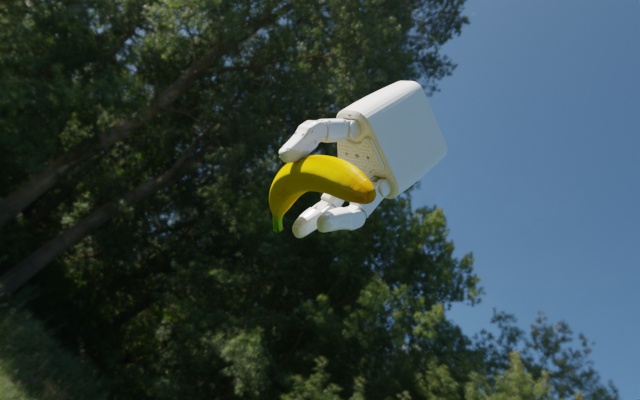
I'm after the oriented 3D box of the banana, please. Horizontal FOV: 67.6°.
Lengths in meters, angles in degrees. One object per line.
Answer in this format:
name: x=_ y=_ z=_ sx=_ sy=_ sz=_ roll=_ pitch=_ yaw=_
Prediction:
banana: x=-0.010 y=-0.015 z=0.507 sx=0.037 sy=0.069 sz=0.198 roll=-27 pitch=3 yaw=-31
